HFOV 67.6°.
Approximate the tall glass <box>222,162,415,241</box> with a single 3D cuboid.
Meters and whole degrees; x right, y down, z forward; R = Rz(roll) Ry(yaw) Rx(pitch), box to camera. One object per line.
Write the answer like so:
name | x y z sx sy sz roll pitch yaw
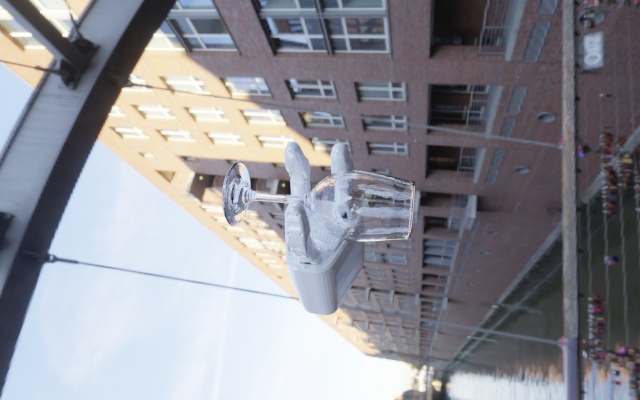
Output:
tall glass | -0.001 0.002 0.524 0.201 0.079 0.079 5 1 14
